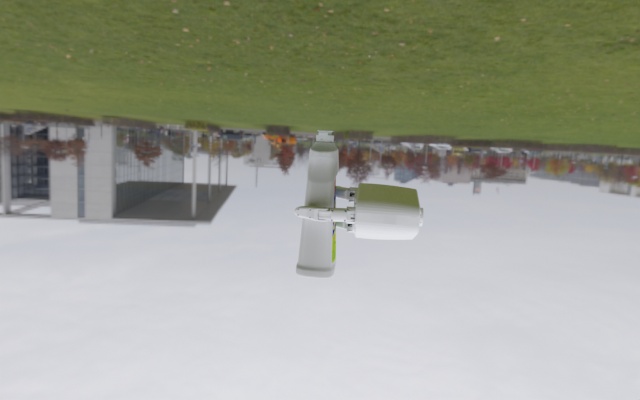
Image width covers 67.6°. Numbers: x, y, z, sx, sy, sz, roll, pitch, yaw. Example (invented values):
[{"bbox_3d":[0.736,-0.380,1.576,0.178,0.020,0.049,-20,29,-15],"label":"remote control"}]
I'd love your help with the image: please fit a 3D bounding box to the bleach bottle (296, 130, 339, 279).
[{"bbox_3d":[0.000,0.003,0.842,0.068,0.251,0.102,4,7,6],"label":"bleach bottle"}]
